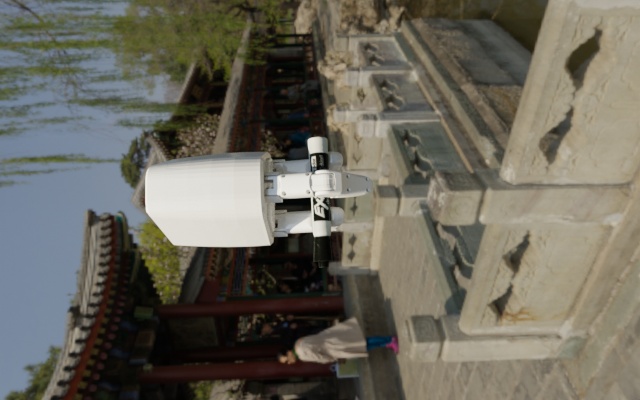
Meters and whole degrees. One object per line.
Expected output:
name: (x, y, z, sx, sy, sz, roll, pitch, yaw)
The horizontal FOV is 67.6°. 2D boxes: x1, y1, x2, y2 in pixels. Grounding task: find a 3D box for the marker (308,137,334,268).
marker: (0.000, 0.001, 0.445, 0.020, 0.121, 0.020, -3, -8, 0)
